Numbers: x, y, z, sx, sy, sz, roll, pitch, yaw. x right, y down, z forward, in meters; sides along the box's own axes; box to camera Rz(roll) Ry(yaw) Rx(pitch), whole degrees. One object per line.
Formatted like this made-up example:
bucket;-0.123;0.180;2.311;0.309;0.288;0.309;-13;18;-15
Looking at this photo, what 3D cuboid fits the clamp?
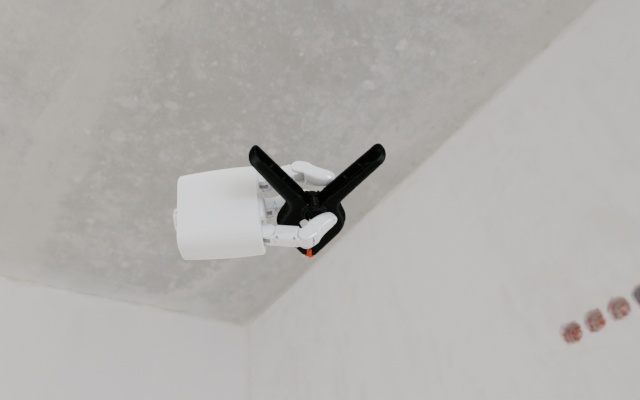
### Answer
clamp;0.000;0.003;0.633;0.164;0.036;0.210;-6;-42;-2
